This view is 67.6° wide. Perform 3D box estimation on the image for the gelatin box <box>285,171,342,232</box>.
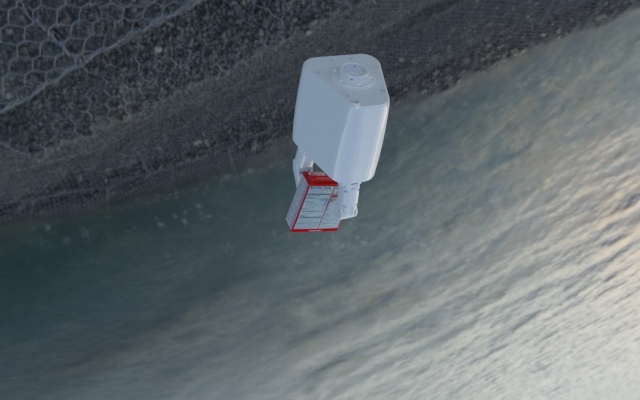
[{"bbox_3d":[0.000,0.003,0.648,0.073,0.089,0.030,0,40,-28],"label":"gelatin box"}]
